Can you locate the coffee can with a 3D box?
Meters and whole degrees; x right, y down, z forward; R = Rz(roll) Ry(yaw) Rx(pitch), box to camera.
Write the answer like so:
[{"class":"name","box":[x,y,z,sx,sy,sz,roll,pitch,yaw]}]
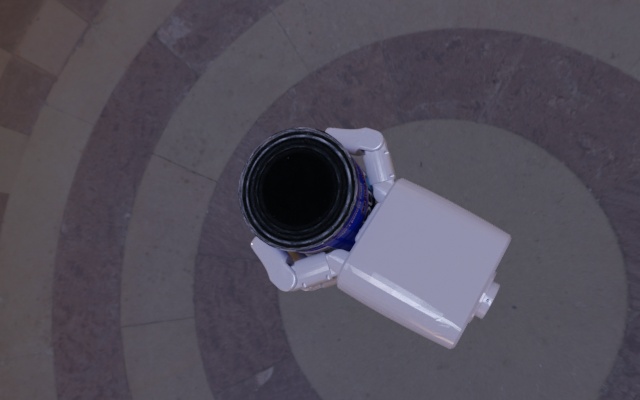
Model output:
[{"class":"coffee can","box":[0.000,0.001,0.449,0.103,0.103,0.140,0,-9,17]}]
